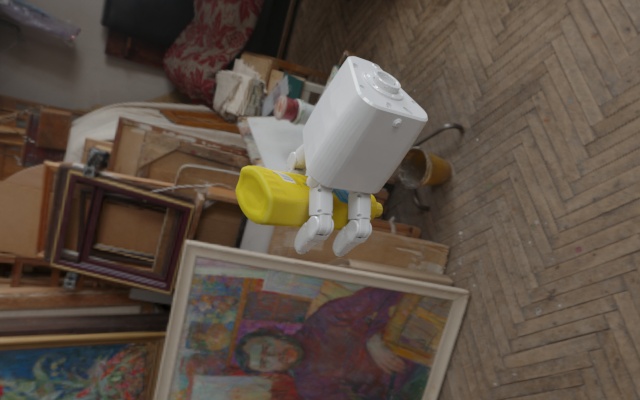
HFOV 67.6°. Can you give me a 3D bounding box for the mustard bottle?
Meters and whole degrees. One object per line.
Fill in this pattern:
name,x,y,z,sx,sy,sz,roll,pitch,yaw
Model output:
mustard bottle,0.000,0.002,0.585,0.191,0.058,0.096,7,18,-34
